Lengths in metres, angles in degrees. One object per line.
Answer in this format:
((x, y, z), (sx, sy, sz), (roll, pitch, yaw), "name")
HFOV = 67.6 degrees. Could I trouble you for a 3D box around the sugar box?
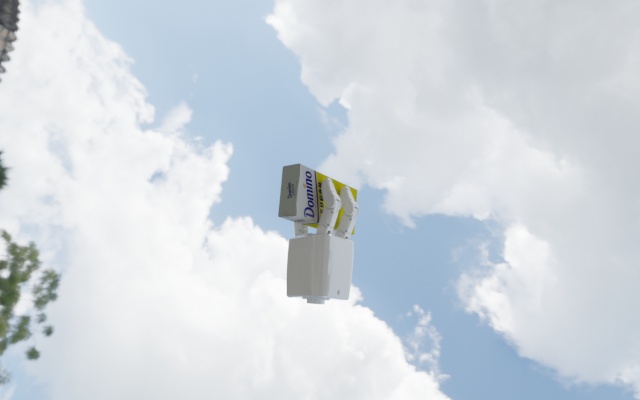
((0.001, 0.003, 0.862), (0.048, 0.093, 0.176), (-6, -16, 35), "sugar box")
